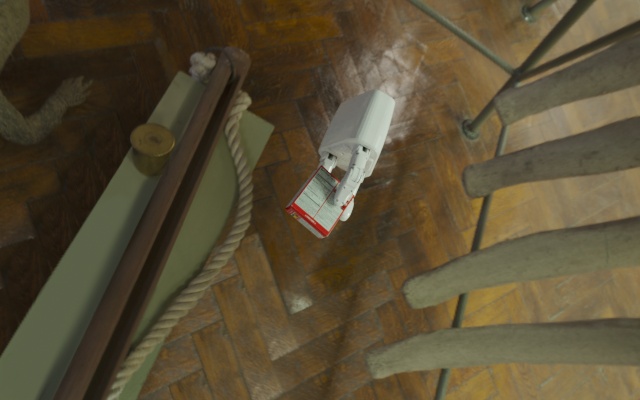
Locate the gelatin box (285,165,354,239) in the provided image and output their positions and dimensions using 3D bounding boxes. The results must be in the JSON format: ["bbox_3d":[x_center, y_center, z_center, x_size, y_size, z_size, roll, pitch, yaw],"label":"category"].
[{"bbox_3d":[0.000,0.003,0.735,0.073,0.089,0.030,41,-27,-11],"label":"gelatin box"}]
